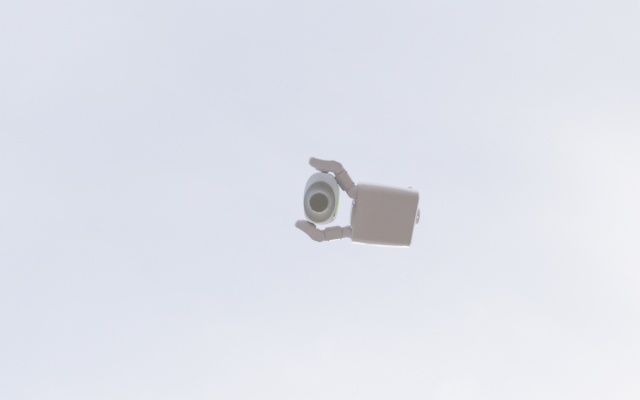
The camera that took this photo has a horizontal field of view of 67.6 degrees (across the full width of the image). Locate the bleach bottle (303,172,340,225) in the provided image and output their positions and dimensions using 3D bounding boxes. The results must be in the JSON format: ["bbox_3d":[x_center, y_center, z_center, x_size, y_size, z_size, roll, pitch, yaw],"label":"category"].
[{"bbox_3d":[0.000,0.003,0.819,0.068,0.102,0.251,6,4,1],"label":"bleach bottle"}]
